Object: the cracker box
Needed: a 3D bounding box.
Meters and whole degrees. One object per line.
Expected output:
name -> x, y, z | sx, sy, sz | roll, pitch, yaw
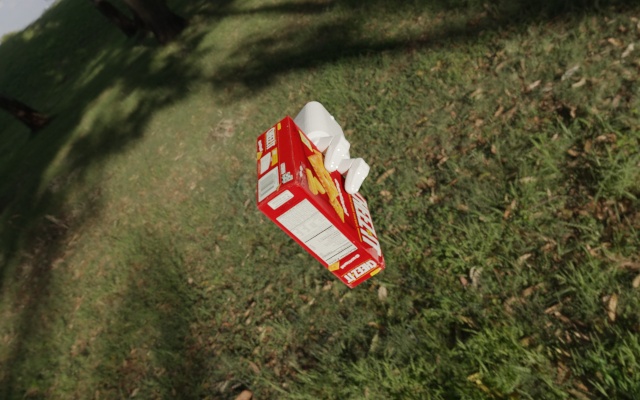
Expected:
cracker box -> 0.000, 0.002, 0.699 | 0.072, 0.164, 0.214 | -33, -54, 19
